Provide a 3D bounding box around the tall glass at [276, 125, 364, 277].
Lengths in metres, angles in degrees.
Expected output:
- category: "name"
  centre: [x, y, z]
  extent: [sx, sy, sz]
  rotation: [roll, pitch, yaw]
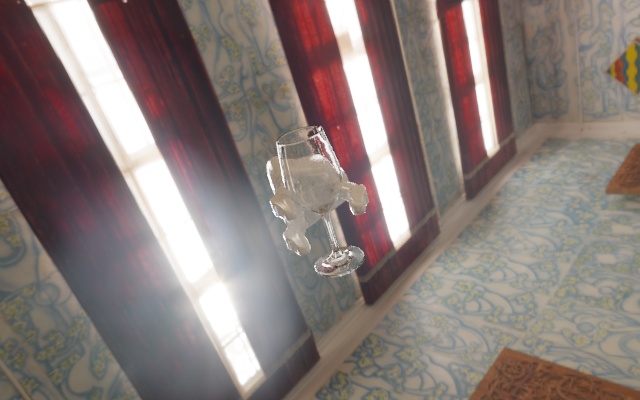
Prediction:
- category: "tall glass"
  centre: [0.000, 0.003, 0.652]
  extent: [0.079, 0.201, 0.079]
  rotation: [-15, 25, 7]
